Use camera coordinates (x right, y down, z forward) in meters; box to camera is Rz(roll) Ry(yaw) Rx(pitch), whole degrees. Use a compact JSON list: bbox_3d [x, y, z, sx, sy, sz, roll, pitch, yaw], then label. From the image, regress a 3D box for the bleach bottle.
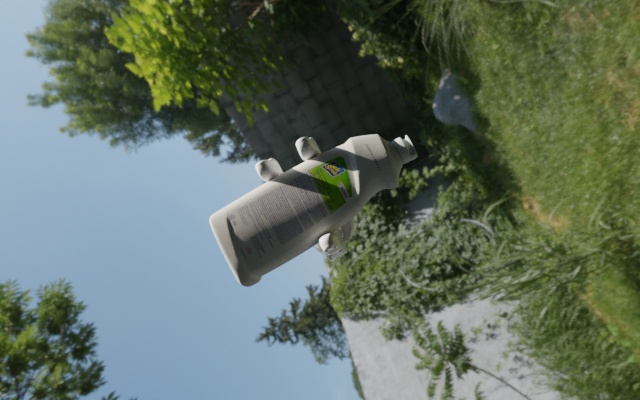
[{"bbox_3d":[0.000,0.002,0.568,0.251,0.102,0.068,-28,-3,5],"label":"bleach bottle"}]
